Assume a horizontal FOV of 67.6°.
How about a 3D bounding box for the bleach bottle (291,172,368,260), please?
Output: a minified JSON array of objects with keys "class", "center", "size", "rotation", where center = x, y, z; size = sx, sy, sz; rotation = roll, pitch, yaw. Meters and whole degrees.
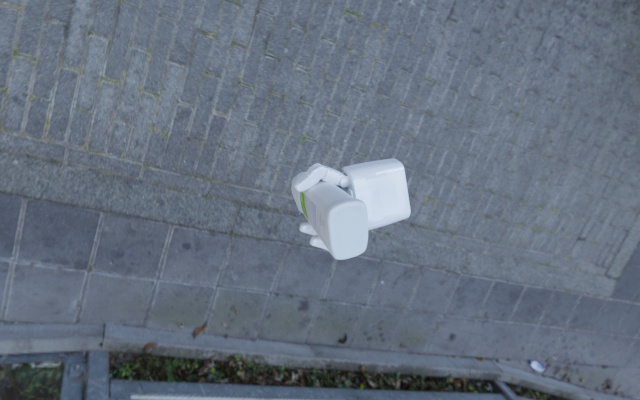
[{"class":"bleach bottle","center":[0.000,0.003,0.835],"size":[0.068,0.103,0.250],"rotation":[-13,27,-17]}]
